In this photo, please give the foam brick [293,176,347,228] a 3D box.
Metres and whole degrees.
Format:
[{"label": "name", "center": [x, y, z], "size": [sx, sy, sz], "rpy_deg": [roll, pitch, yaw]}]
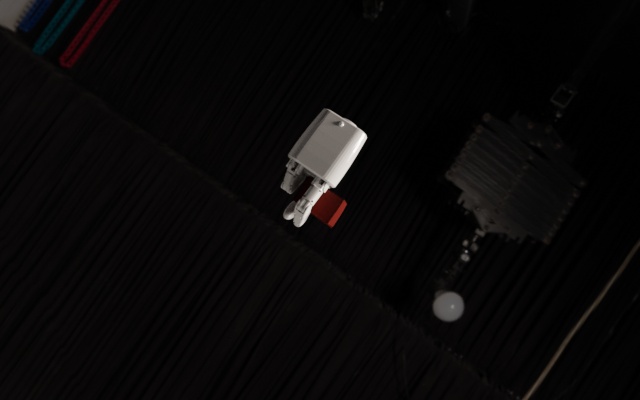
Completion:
[{"label": "foam brick", "center": [0.000, 0.003, 0.832], "size": [0.078, 0.051, 0.053], "rpy_deg": [35, -4, 12]}]
